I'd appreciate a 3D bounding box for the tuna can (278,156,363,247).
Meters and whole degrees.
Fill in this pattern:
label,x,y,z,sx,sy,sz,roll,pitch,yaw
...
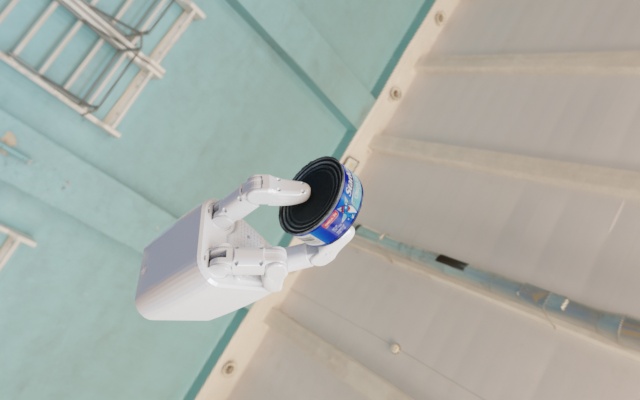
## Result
label,x,y,z,sx,sy,sz,roll,pitch,yaw
tuna can,0.001,0.002,0.468,0.034,0.086,0.086,34,-21,-35
